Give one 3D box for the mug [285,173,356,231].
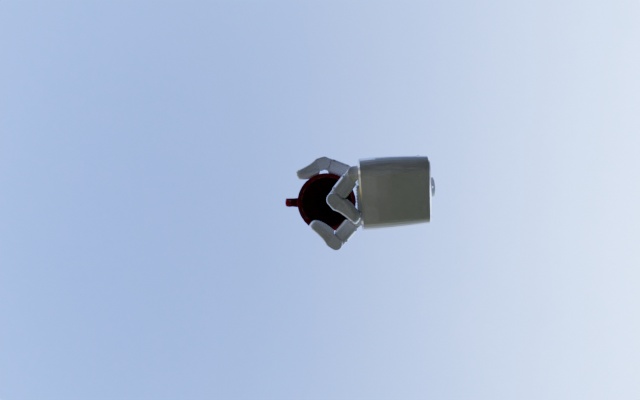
[{"bbox_3d":[-0.001,0.003,0.794,0.117,0.093,0.081,-4,2,4],"label":"mug"}]
